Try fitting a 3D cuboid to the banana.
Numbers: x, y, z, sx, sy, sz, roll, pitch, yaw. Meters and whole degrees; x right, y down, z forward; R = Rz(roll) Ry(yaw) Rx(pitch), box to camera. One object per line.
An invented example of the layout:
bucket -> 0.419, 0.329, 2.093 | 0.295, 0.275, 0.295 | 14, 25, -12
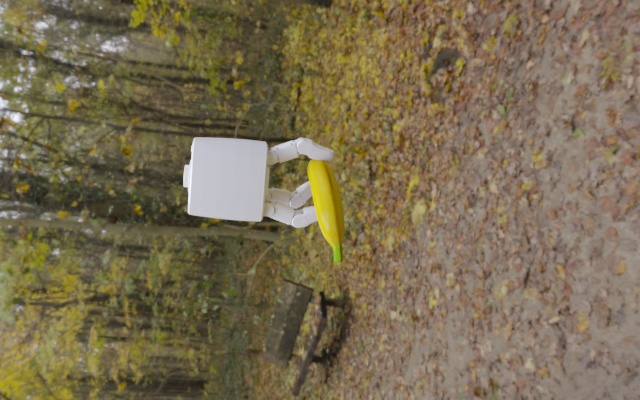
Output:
banana -> 0.004, -0.009, 0.681 | 0.037, 0.070, 0.197 | 1, 45, -12
